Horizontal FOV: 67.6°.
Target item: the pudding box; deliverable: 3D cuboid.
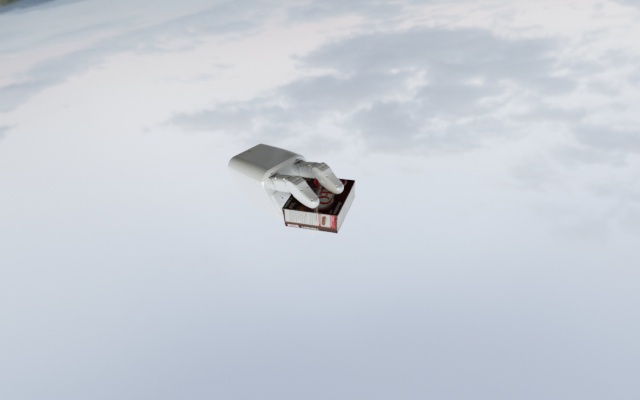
[{"bbox_3d":[0.000,0.003,0.761,0.090,0.039,0.113,6,35,16],"label":"pudding box"}]
